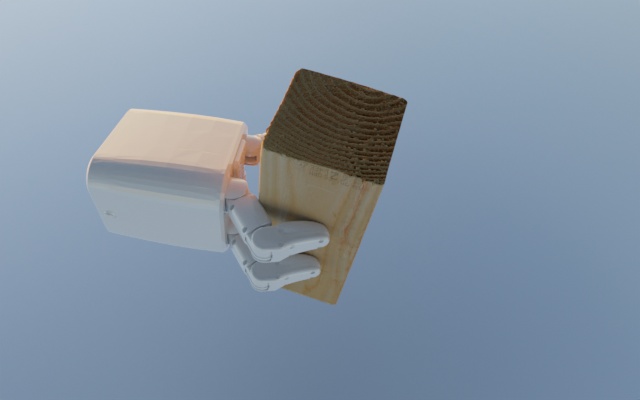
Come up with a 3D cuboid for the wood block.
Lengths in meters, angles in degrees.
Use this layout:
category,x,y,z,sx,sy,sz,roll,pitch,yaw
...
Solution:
category,x,y,z,sx,sy,sz,roll,pitch,yaw
wood block,0.000,0.001,0.423,0.090,0.090,0.206,17,-35,3
